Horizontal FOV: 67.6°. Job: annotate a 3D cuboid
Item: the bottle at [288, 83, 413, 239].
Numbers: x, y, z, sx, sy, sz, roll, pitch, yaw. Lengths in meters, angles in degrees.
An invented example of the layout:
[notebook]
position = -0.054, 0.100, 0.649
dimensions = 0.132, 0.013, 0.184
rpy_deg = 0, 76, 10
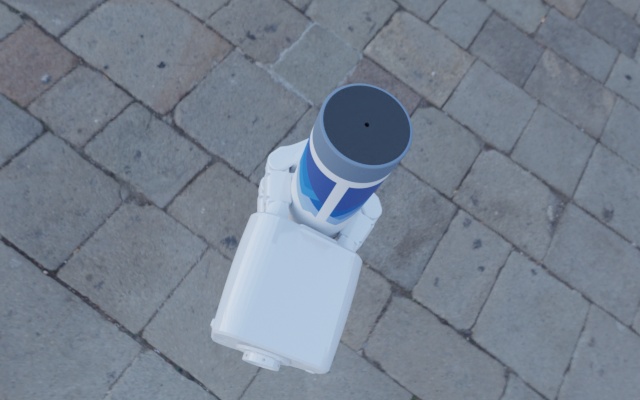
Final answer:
[bottle]
position = 0.000, 0.001, 0.457
dimensions = 0.069, 0.069, 0.296
rpy_deg = 0, -21, -13
